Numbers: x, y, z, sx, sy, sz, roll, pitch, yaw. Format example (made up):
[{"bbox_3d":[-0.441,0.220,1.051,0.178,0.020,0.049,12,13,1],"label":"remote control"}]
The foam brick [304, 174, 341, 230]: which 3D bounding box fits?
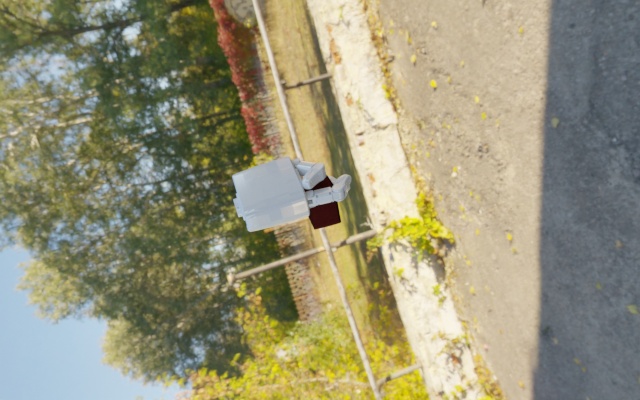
[{"bbox_3d":[0.000,0.003,0.847,0.051,0.078,0.053,-17,34,-9],"label":"foam brick"}]
